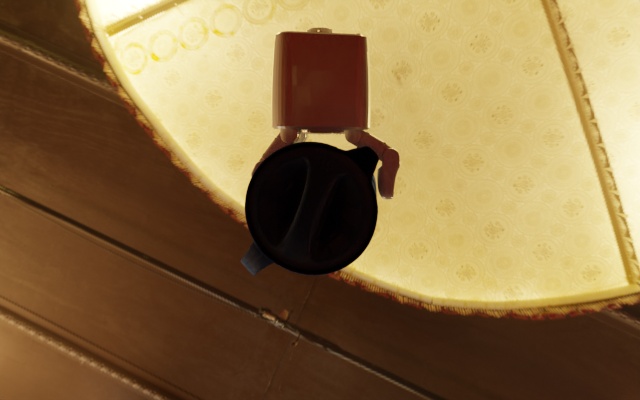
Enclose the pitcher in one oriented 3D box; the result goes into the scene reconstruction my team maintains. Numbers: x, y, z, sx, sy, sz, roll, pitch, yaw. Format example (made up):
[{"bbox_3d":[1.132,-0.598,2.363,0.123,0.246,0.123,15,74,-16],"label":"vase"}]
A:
[{"bbox_3d":[0.000,0.002,0.580,0.149,0.145,0.243,2,7,9],"label":"pitcher"}]
